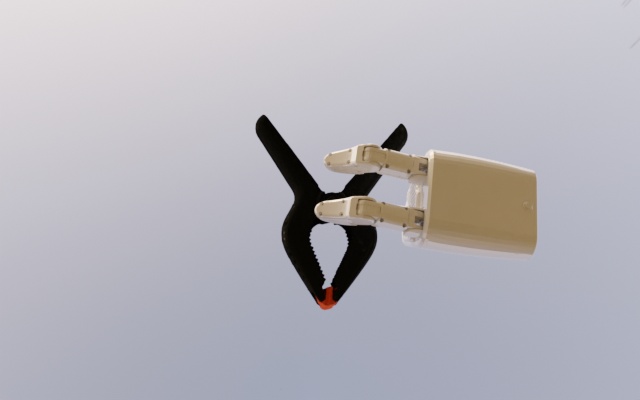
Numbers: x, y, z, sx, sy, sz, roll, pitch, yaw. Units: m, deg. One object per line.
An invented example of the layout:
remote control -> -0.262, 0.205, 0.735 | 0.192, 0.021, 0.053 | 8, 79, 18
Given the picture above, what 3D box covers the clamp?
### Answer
clamp -> 0.000, 0.002, 0.487 | 0.164, 0.210, 0.036 | 9, -22, 1
